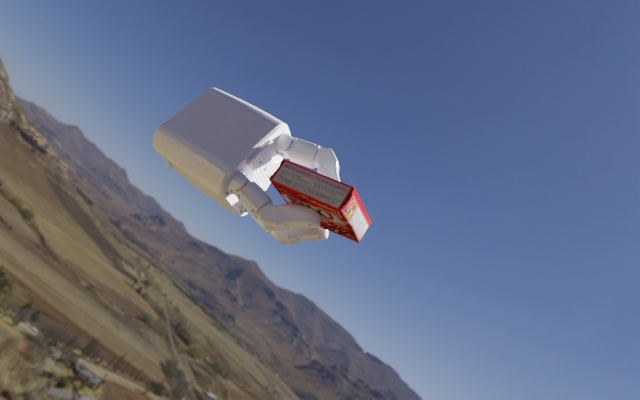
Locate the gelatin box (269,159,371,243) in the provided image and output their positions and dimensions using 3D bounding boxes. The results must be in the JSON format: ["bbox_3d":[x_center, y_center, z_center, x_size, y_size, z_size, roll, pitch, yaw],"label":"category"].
[{"bbox_3d":[0.001,0.001,0.481,0.089,0.030,0.073,23,-19,29],"label":"gelatin box"}]
